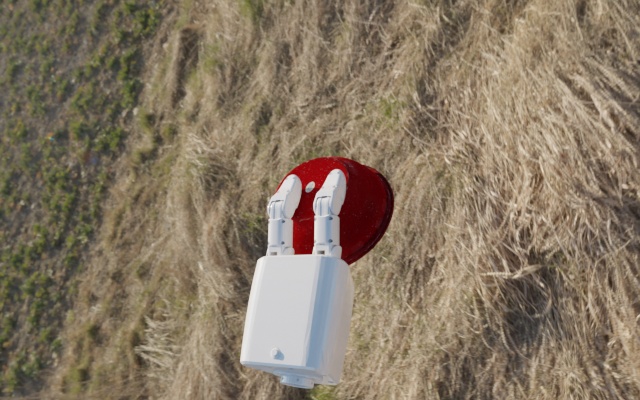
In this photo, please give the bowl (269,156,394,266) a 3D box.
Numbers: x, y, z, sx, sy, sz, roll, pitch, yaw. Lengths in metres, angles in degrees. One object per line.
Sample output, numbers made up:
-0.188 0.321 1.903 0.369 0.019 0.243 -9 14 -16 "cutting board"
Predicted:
0.000 0.001 0.553 0.162 0.162 0.055 0 -37 30 "bowl"
